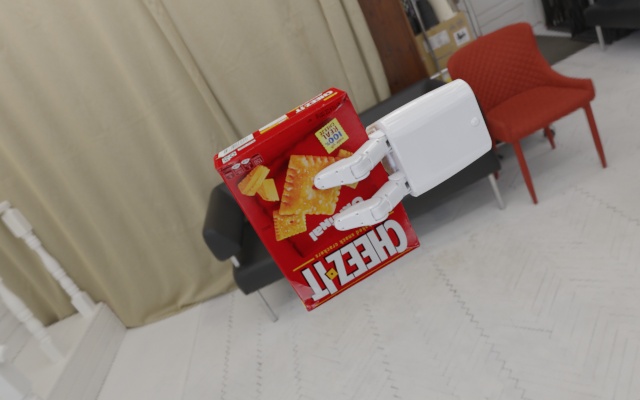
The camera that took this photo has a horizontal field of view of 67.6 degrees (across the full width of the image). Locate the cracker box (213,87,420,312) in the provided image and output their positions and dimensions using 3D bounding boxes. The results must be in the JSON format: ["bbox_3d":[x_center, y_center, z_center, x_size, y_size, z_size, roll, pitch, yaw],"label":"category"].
[{"bbox_3d":[0.000,0.002,0.565,0.164,0.214,0.072,-30,22,-2],"label":"cracker box"}]
